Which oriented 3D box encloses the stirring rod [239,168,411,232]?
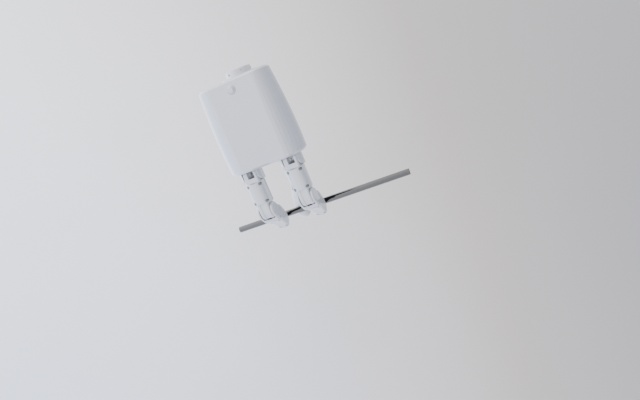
[{"bbox_3d":[0.000,0.002,0.619,0.239,0.011,0.011,-19,-6,16],"label":"stirring rod"}]
